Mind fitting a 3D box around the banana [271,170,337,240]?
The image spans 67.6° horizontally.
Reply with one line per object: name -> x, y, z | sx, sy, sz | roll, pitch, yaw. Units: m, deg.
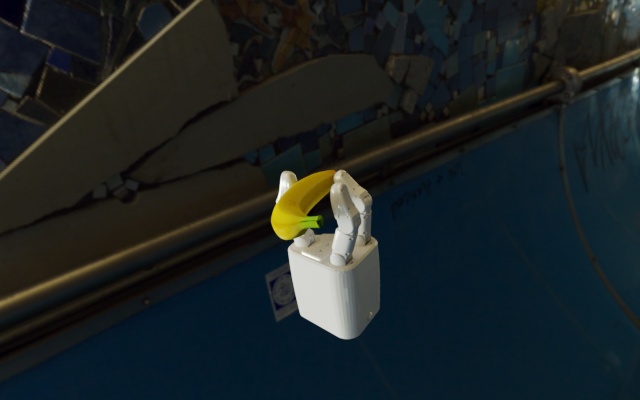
banana -> -0.019, 0.005, 0.564 | 0.069, 0.037, 0.197 | -7, 18, 9
